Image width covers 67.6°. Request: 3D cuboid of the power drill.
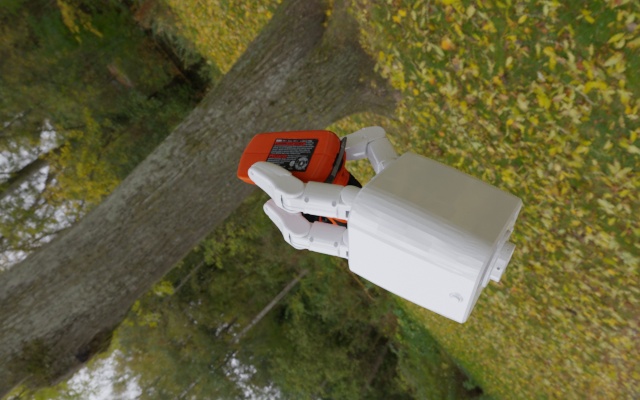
[{"bbox_3d":[0.000,0.001,0.503,0.184,0.057,0.188,2,-27,36],"label":"power drill"}]
